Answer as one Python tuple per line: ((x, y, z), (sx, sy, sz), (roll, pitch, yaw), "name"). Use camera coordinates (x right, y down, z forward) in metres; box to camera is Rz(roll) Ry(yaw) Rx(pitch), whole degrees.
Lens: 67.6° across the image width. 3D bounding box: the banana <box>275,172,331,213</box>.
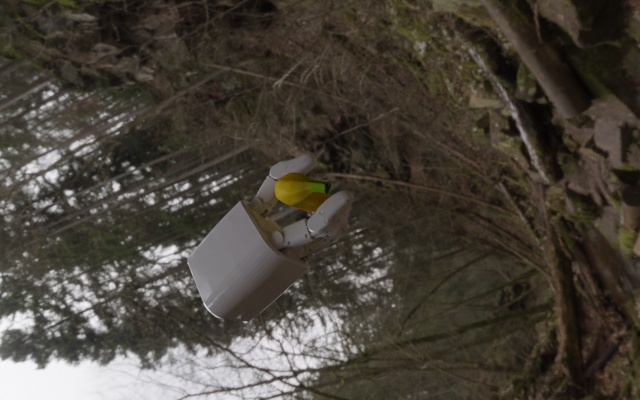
((-0.017, -0.005, 0.587), (0.069, 0.037, 0.198), (22, -2, 7), "banana")
